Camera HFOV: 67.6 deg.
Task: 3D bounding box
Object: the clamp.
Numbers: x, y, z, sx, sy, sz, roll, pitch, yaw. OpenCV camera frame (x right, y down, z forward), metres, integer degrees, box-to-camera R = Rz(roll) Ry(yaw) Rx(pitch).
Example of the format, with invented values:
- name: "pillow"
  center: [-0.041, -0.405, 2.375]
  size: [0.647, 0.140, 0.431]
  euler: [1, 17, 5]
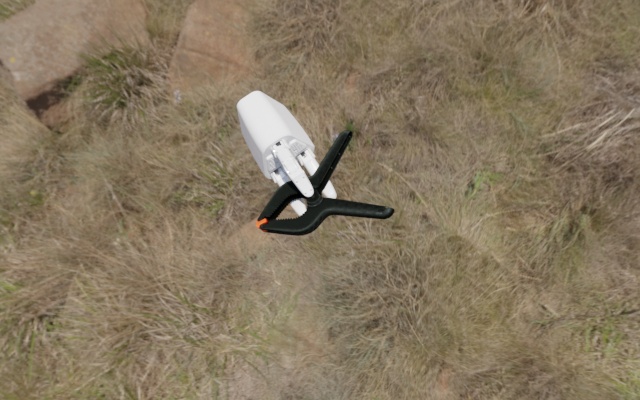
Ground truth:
- name: "clamp"
  center: [-0.001, 0.002, 0.748]
  size: [0.210, 0.164, 0.036]
  euler: [-33, -25, 1]
